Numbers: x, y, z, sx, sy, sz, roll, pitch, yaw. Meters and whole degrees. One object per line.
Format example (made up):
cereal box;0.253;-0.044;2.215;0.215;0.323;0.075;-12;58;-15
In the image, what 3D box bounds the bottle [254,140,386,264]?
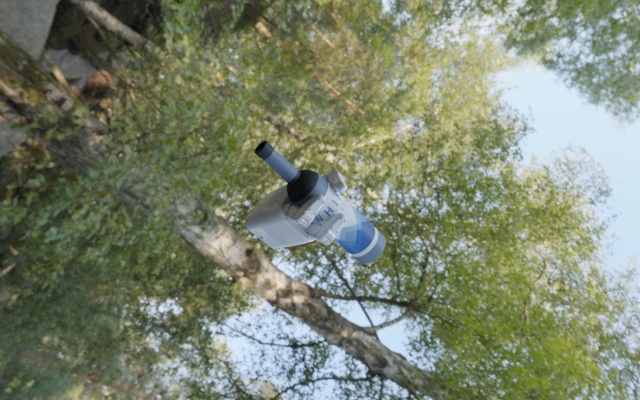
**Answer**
bottle;0.000;0.003;0.823;0.296;0.069;0.069;43;-24;-28
